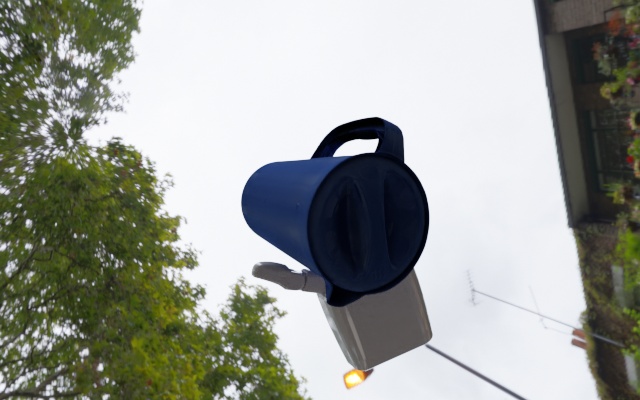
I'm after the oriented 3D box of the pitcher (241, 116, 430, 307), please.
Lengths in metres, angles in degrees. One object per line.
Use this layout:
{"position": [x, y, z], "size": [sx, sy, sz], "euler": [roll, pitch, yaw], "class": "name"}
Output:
{"position": [0.000, 0.002, 0.537], "size": [0.149, 0.145, 0.243], "euler": [-30, 18, -21], "class": "pitcher"}
